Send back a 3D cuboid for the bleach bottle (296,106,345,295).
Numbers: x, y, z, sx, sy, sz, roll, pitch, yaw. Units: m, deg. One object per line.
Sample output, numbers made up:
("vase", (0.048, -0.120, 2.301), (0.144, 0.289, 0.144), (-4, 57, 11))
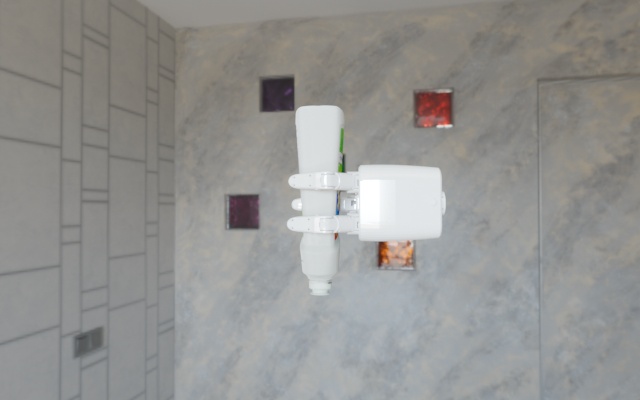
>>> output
("bleach bottle", (0.000, 0.002, 0.663), (0.068, 0.251, 0.102), (0, -1, 4))
